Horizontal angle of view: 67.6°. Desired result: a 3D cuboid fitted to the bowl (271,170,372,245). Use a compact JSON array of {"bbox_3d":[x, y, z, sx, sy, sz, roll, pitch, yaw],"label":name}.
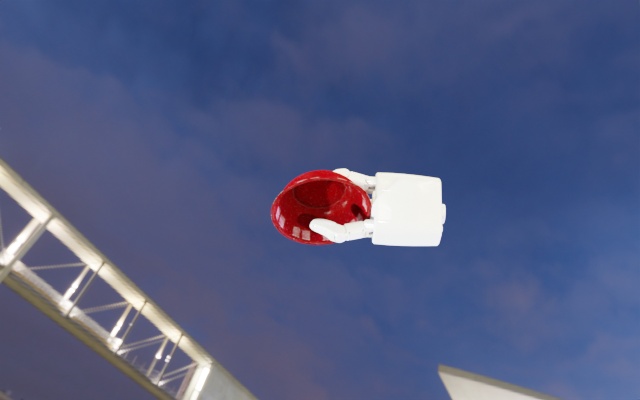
[{"bbox_3d":[-0.001,0.002,0.779,0.162,0.055,0.162,-3,-43,-3],"label":"bowl"}]
